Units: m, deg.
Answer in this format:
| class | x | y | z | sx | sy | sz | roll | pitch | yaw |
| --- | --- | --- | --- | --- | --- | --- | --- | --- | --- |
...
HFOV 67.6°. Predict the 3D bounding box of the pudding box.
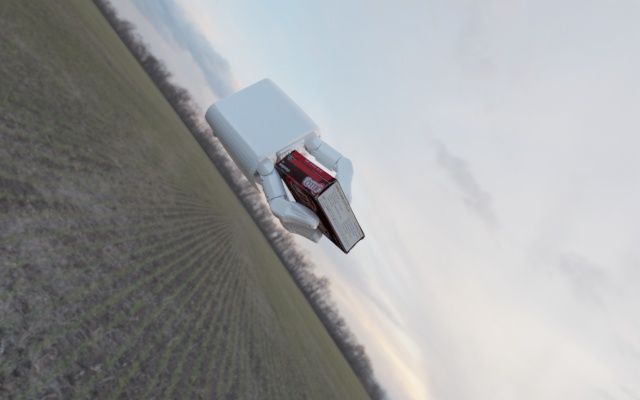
| class | x | y | z | sx | sy | sz | roll | pitch | yaw |
| --- | --- | --- | --- | --- | --- | --- | --- | --- | --- |
| pudding box | 0.000 | 0.002 | 0.578 | 0.090 | 0.039 | 0.114 | 40 | -13 | 44 |
